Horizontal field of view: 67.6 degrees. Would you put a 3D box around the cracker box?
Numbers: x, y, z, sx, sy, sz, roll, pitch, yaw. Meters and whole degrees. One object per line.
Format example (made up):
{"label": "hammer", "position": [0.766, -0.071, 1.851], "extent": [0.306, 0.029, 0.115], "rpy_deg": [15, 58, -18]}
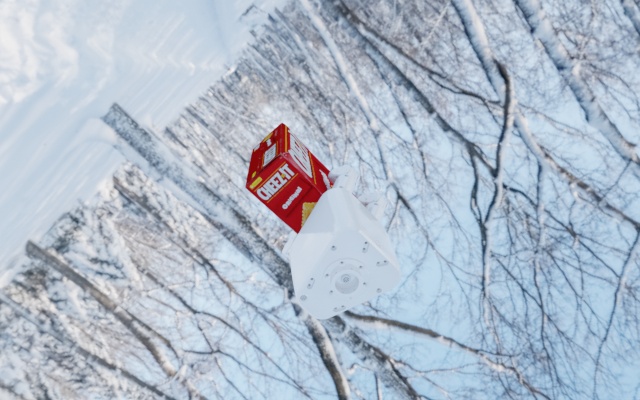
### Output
{"label": "cracker box", "position": [0.000, 0.002, 0.666], "extent": [0.072, 0.214, 0.164], "rpy_deg": [-42, 19, 12]}
